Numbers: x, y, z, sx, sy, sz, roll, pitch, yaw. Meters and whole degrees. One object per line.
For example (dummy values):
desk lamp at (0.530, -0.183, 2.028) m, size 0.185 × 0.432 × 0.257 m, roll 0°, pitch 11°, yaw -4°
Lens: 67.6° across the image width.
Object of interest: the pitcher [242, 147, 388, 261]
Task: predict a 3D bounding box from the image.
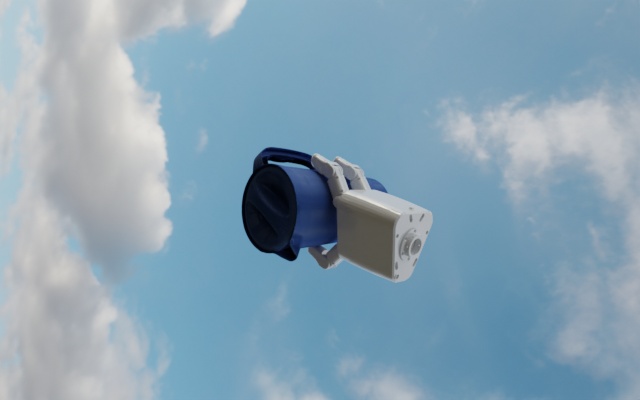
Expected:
pitcher at (0.000, 0.003, 0.785) m, size 0.243 × 0.149 × 0.145 m, roll 0°, pitch 16°, yaw -45°
